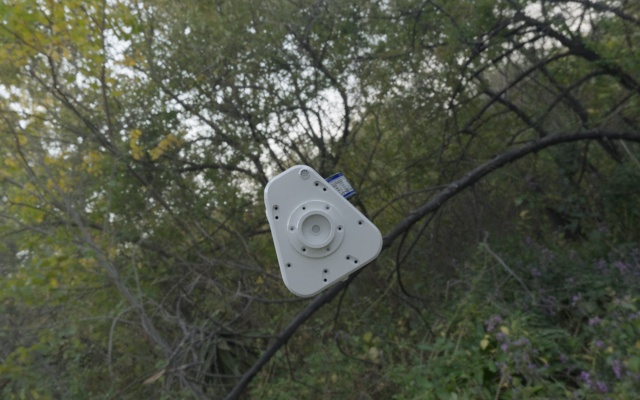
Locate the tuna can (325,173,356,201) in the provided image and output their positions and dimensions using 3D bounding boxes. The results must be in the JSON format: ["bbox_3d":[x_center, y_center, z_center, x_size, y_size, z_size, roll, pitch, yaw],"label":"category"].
[{"bbox_3d":[0.000,0.001,0.591,0.086,0.034,0.086,-33,-5,-3],"label":"tuna can"}]
